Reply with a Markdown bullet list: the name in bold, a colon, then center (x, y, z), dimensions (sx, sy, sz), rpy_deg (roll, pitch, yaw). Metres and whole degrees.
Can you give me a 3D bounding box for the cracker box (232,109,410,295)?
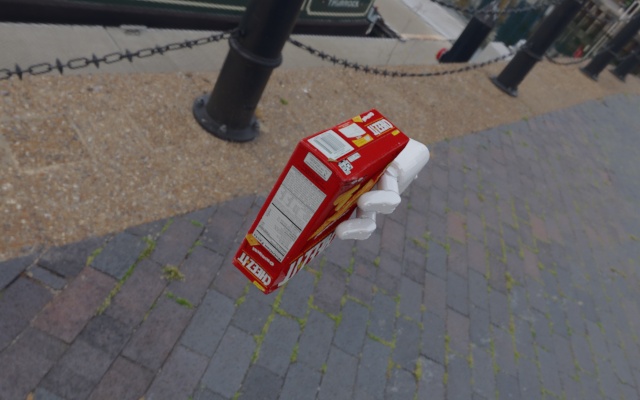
- **cracker box**: center (0.000, 0.002, 0.593), dimensions (0.072, 0.214, 0.164), rpy_deg (43, 38, 12)
